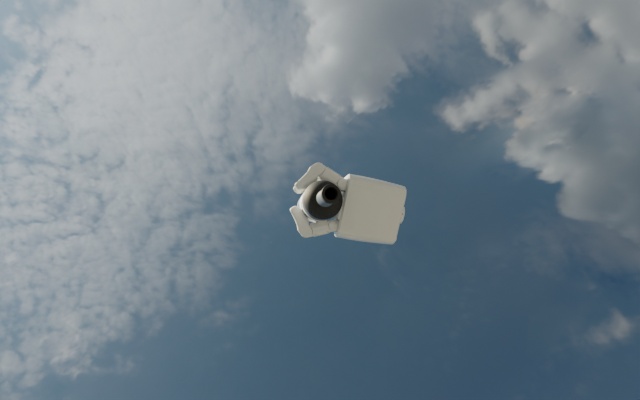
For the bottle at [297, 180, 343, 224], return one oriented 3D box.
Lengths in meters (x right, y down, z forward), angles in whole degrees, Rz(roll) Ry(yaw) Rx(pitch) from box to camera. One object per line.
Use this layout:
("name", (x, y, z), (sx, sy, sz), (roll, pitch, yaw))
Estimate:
("bottle", (0.000, 0.003, 0.828), (0.069, 0.069, 0.296), (0, -5, -6))
